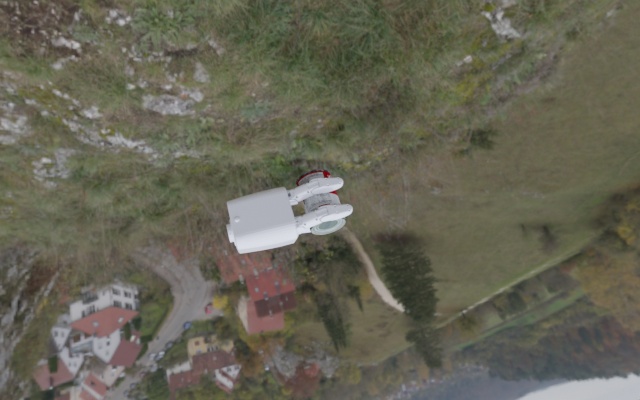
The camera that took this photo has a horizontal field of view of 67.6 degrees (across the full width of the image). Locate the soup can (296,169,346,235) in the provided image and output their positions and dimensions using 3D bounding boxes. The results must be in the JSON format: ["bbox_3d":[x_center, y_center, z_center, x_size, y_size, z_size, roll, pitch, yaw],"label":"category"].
[{"bbox_3d":[0.001,0.003,0.871,0.068,0.102,0.068,-14,-26,-7],"label":"soup can"}]
